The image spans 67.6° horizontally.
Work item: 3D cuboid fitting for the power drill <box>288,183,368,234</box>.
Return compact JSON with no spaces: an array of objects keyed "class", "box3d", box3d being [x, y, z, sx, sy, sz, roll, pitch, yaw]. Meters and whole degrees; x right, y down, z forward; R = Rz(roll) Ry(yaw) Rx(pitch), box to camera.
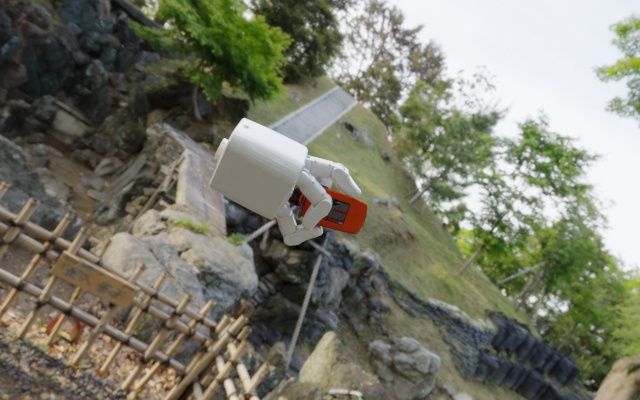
[{"class":"power drill","box3d":[0.000,0.003,0.799,0.184,0.057,0.187,16,4,-27]}]
